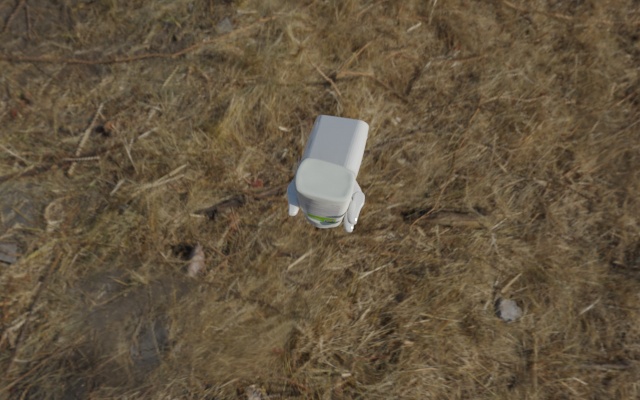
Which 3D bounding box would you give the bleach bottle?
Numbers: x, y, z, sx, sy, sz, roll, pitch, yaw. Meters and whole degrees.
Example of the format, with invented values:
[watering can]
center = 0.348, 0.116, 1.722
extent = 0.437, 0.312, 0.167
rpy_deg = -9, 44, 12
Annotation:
[bleach bottle]
center = 0.000, 0.003, 0.894
extent = 0.102, 0.068, 0.251
rpy_deg = 15, -17, 1
